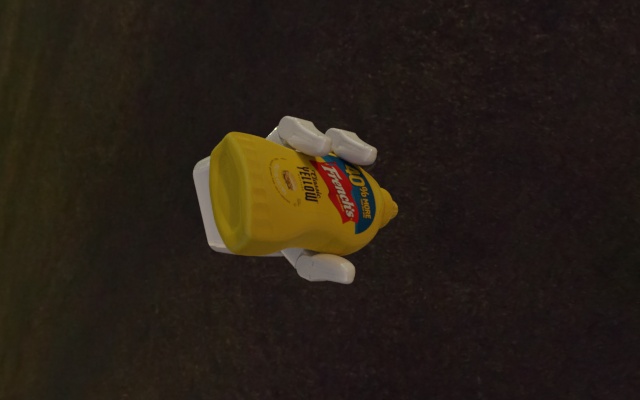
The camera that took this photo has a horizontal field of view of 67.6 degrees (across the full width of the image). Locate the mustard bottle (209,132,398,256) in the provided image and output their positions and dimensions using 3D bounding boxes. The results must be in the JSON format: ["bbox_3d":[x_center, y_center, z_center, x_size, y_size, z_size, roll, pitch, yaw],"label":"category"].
[{"bbox_3d":[0.000,0.001,0.423,0.191,0.096,0.058,7,-34,-41],"label":"mustard bottle"}]
